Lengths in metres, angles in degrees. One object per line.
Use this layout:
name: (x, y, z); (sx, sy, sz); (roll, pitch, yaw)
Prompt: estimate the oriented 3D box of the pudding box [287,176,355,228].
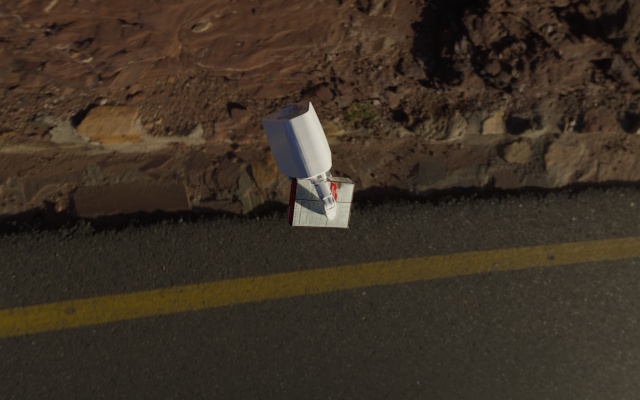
pudding box: (0.000, 0.003, 0.863); (0.113, 0.090, 0.039); (4, 15, -17)
